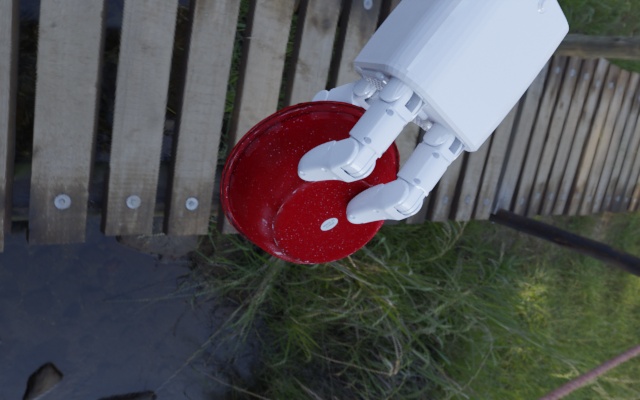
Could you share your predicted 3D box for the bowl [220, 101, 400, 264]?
[{"bbox_3d":[-0.001,0.003,0.400,0.162,0.162,0.055,0,38,-19],"label":"bowl"}]
